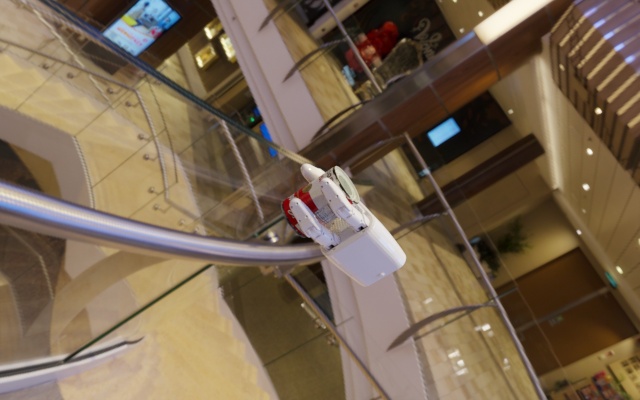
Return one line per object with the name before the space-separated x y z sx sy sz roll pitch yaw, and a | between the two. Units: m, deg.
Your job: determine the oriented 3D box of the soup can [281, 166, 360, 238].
soup can | 0.000 0.002 0.728 0.102 0.068 0.068 -33 -11 17
